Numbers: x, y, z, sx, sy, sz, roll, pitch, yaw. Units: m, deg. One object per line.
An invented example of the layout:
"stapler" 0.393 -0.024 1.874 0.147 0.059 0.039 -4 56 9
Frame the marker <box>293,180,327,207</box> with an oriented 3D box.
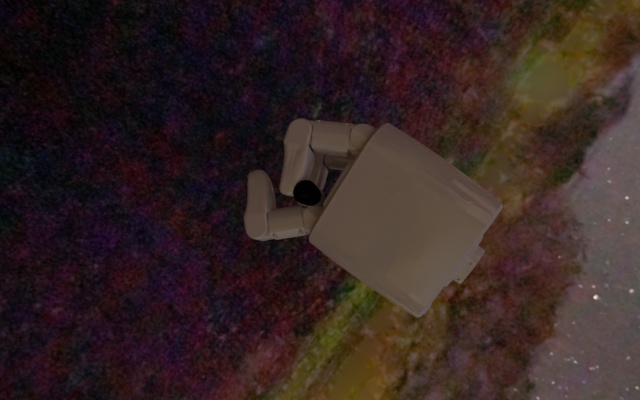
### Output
"marker" 0.000 0.001 0.410 0.020 0.020 0.121 0 -8 12
